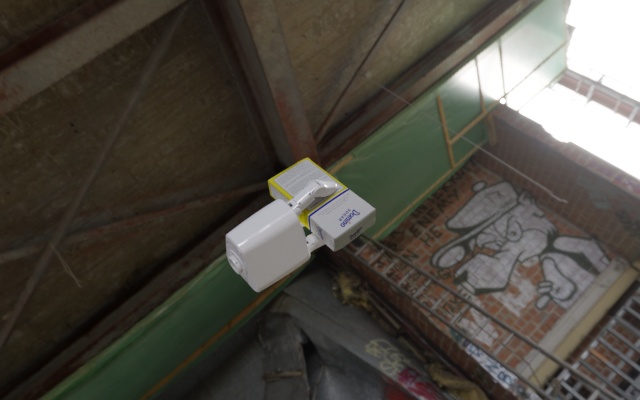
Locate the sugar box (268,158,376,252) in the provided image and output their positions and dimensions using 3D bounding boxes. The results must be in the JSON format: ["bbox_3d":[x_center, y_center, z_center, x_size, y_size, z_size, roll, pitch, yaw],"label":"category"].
[{"bbox_3d":[0.000,0.003,0.815,0.093,0.048,0.176,-33,56,-24],"label":"sugar box"}]
